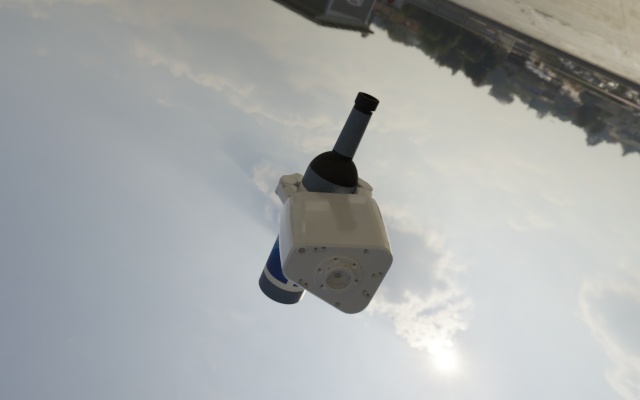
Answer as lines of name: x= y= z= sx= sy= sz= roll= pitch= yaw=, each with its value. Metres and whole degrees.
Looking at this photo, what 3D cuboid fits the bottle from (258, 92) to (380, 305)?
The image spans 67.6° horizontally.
bottle: x=0.000 y=0.002 z=0.611 sx=0.069 sy=0.296 sz=0.069 roll=20 pitch=25 yaw=-10
